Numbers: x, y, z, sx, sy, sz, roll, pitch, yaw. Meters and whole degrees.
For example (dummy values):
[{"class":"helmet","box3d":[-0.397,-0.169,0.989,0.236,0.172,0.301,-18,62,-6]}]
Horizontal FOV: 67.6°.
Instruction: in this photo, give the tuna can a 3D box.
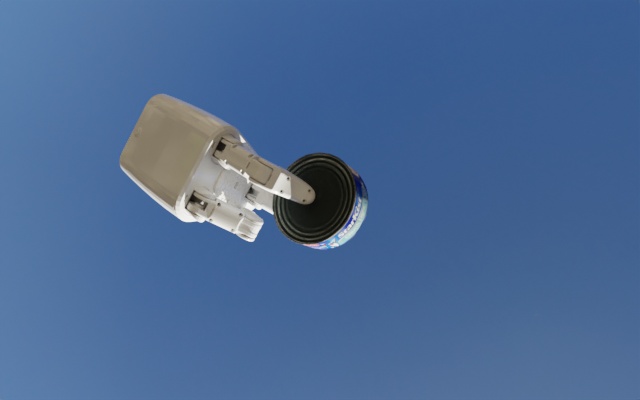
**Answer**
[{"class":"tuna can","box3d":[0.000,0.002,0.442,0.086,0.086,0.034,0,-15,29]}]
